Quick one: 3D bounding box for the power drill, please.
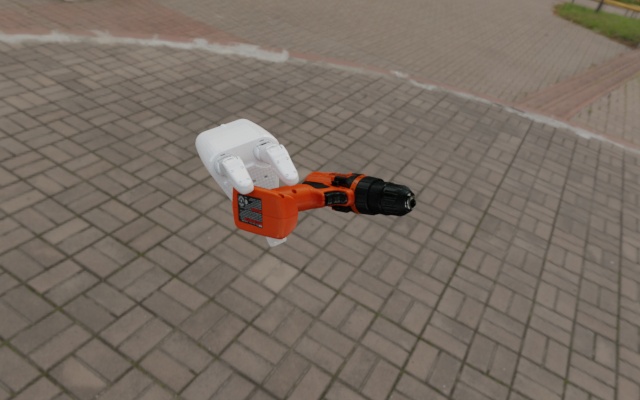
[{"bbox_3d":[0.000,0.002,0.600,0.187,0.057,0.184,-10,13,-43],"label":"power drill"}]
